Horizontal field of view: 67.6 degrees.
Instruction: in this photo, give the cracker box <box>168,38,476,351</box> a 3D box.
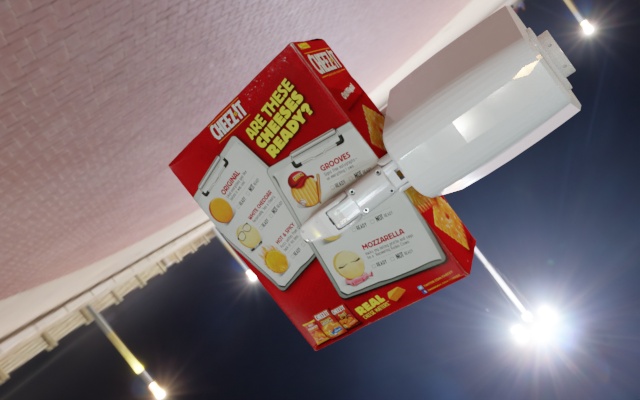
[{"bbox_3d":[0.000,0.002,0.408,0.164,0.214,0.072,-36,4,30],"label":"cracker box"}]
